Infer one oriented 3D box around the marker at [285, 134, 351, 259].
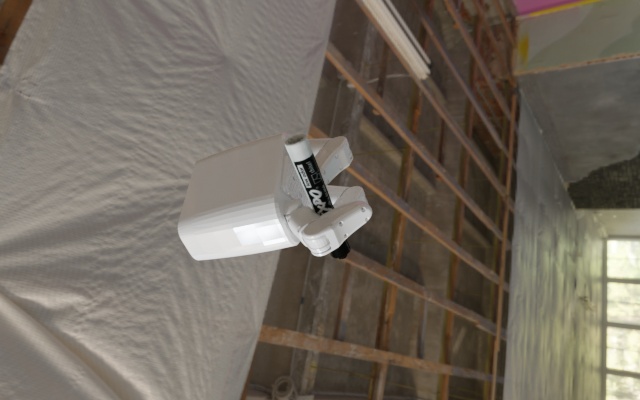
[{"bbox_3d":[0.000,0.001,0.402,0.020,0.121,0.020,-17,29,10],"label":"marker"}]
